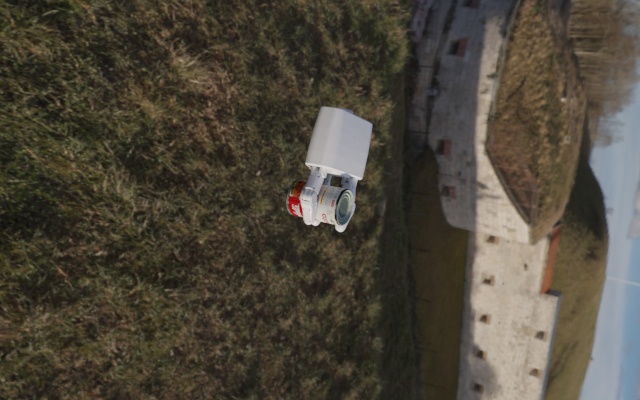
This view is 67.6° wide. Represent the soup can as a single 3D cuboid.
[{"bbox_3d":[0.000,0.003,0.855,0.102,0.068,0.068,12,6,28],"label":"soup can"}]
